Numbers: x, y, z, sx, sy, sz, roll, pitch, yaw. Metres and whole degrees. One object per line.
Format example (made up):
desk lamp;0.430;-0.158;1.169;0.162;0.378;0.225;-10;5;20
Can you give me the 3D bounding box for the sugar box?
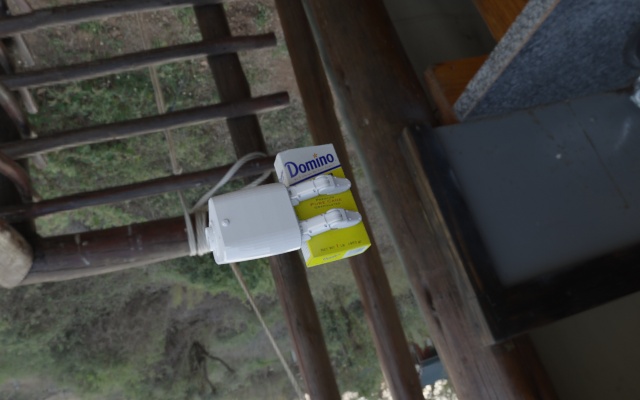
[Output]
sugar box;0.000;0.002;0.710;0.093;0.176;0.048;-11;-21;-21
